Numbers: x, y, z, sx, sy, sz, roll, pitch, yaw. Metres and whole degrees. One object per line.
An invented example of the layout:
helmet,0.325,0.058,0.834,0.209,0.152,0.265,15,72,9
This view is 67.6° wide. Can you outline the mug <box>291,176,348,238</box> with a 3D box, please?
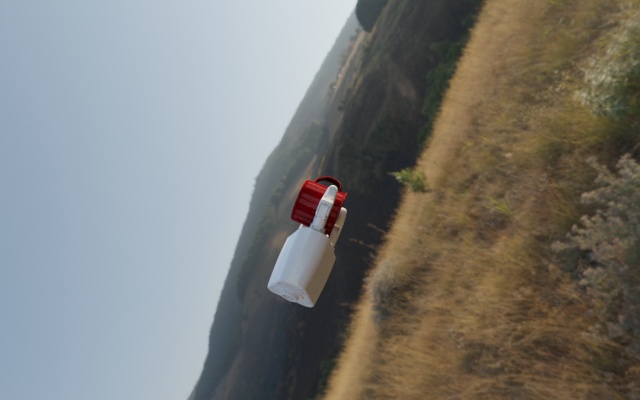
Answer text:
mug,0.000,0.002,0.893,0.081,0.117,0.093,22,-28,3
